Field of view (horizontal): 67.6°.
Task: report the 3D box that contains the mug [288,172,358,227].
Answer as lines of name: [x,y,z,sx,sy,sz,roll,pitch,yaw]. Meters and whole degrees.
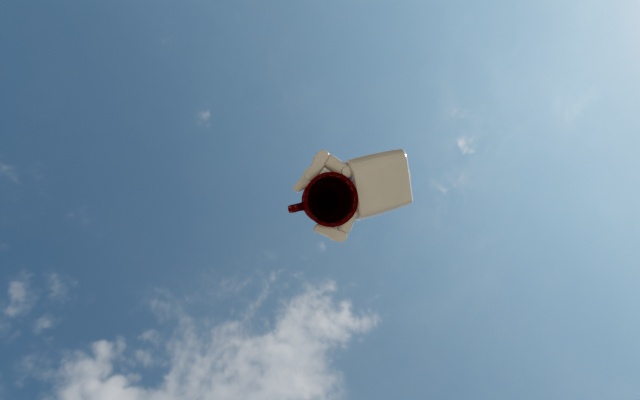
mug: [-0.001,0.003,0.833,0.117,0.093,0.081,-17,1,-10]
